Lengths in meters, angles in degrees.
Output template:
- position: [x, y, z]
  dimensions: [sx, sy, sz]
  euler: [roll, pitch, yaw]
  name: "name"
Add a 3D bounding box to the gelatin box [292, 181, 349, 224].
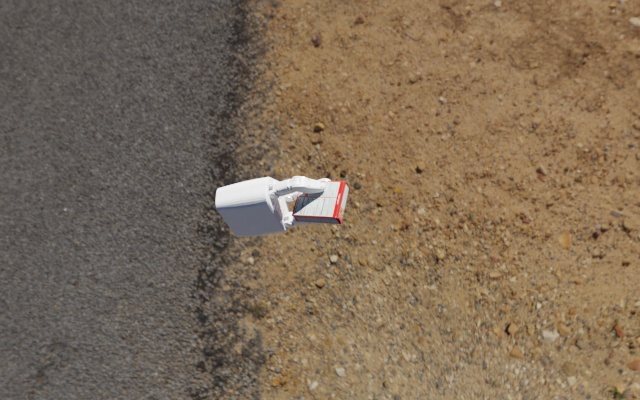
- position: [0.000, 0.003, 0.851]
  dimensions: [0.089, 0.073, 0.030]
  euler: [1, -28, 25]
  name: "gelatin box"
